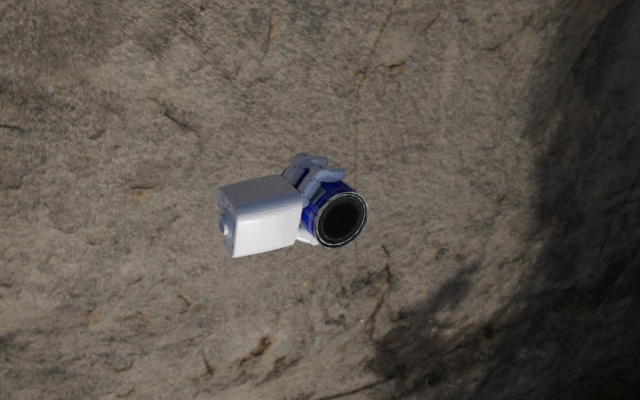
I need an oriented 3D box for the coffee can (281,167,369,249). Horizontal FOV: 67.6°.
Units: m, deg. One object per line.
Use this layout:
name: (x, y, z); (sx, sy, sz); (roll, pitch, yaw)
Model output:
coffee can: (0.000, 0.003, 0.803); (0.103, 0.103, 0.140); (0, 25, -33)
